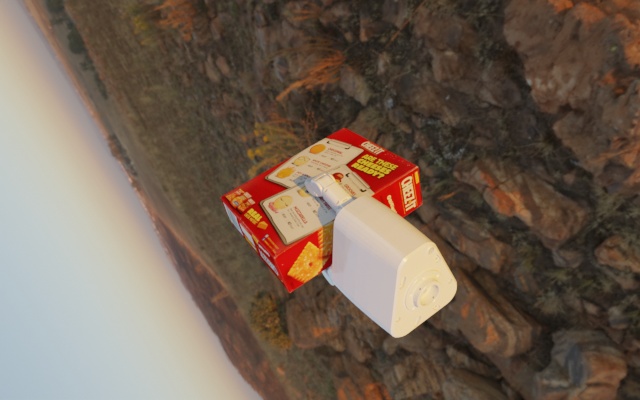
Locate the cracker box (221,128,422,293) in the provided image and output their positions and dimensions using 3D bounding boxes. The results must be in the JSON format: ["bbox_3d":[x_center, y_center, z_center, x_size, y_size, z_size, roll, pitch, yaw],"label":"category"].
[{"bbox_3d":[0.000,0.002,0.634,0.213,0.072,0.164,-31,39,-18],"label":"cracker box"}]
